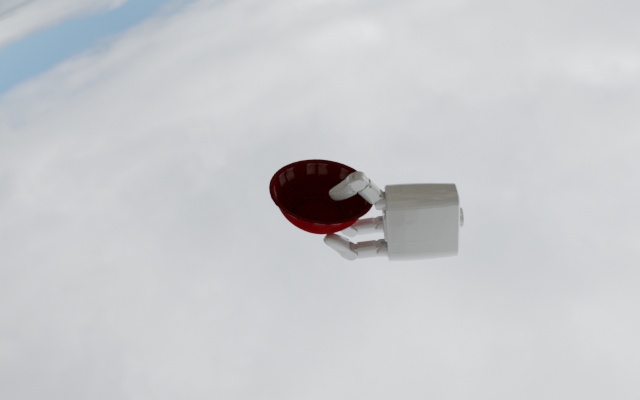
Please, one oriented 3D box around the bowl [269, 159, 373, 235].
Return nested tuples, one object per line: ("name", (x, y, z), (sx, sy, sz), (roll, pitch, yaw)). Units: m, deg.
("bowl", (-0.001, 0.002, 0.739), (0.162, 0.055, 0.162), (5, 39, -4))
